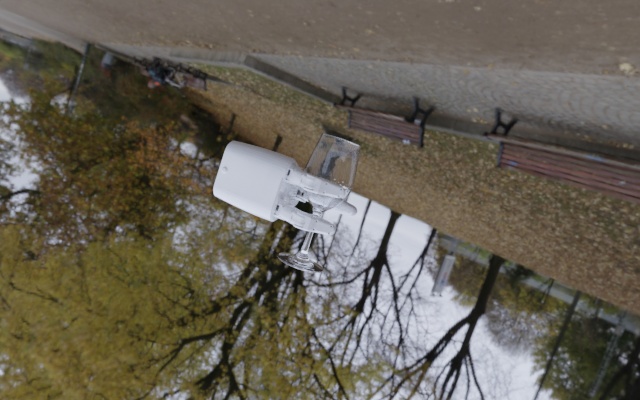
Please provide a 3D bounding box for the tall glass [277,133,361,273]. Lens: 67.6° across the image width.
[{"bbox_3d":[0.000,0.003,0.723,0.079,0.201,0.079,19,6,-2],"label":"tall glass"}]
